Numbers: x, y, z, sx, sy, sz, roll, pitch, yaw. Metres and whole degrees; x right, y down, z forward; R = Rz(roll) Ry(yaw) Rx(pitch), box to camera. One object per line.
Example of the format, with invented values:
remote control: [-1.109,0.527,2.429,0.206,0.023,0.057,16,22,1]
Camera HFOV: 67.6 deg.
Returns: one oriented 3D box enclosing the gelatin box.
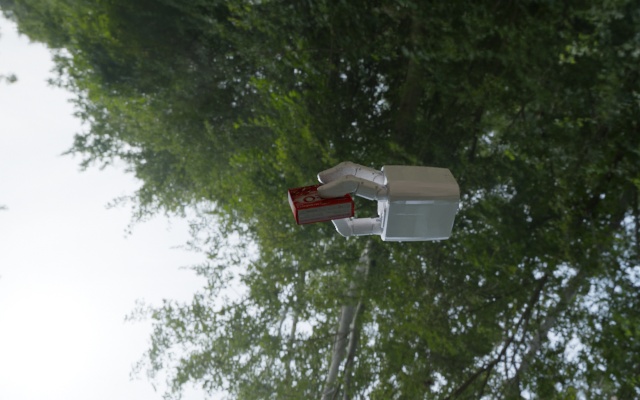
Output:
gelatin box: [0.000,0.003,0.726,0.089,0.030,0.073,-9,28,-9]
